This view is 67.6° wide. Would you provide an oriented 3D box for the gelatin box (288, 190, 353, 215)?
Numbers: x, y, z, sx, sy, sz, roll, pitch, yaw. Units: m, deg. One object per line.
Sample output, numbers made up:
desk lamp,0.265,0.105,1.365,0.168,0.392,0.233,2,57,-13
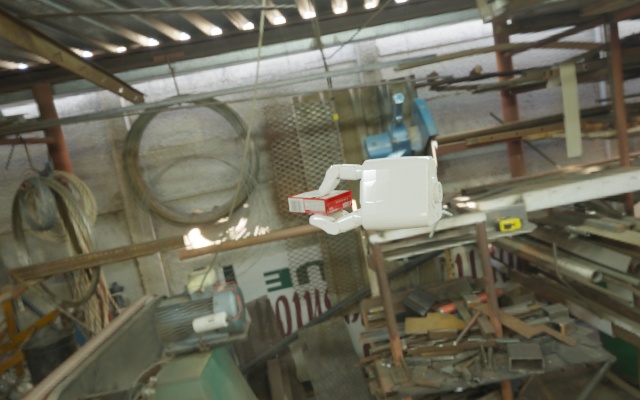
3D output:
gelatin box,0.000,0.002,0.834,0.089,0.030,0.073,3,14,40
